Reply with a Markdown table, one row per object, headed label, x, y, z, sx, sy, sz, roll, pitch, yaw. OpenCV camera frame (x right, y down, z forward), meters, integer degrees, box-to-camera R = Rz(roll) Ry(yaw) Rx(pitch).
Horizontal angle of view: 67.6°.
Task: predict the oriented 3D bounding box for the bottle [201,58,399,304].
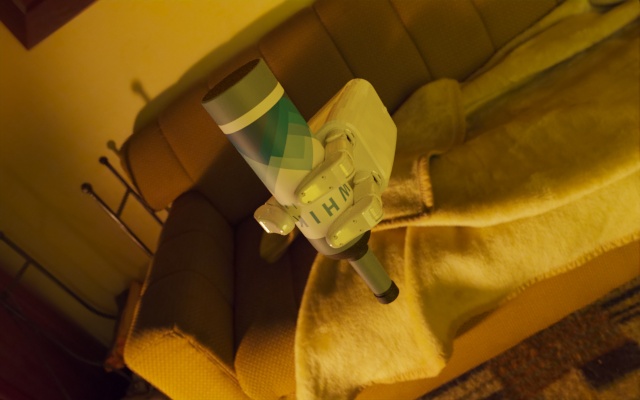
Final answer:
| label | x | y | z | sx | sy | sz | roll | pitch | yaw |
| --- | --- | --- | --- | --- | --- | --- | --- | --- | --- |
| bottle | 0.000 | 0.001 | 0.481 | 0.069 | 0.296 | 0.069 | -28 | 27 | 16 |
